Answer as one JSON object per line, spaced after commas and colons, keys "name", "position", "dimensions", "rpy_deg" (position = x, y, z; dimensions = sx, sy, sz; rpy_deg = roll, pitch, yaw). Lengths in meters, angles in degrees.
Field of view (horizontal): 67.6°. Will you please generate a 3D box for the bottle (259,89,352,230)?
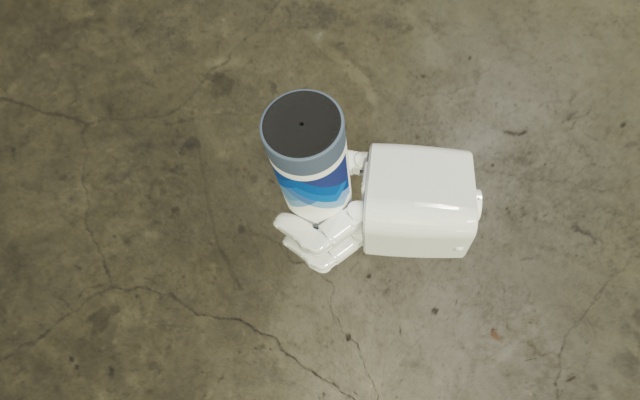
{"name": "bottle", "position": [0.000, 0.002, 0.500], "dimensions": [0.069, 0.069, 0.296], "rpy_deg": [0, -24, 6]}
